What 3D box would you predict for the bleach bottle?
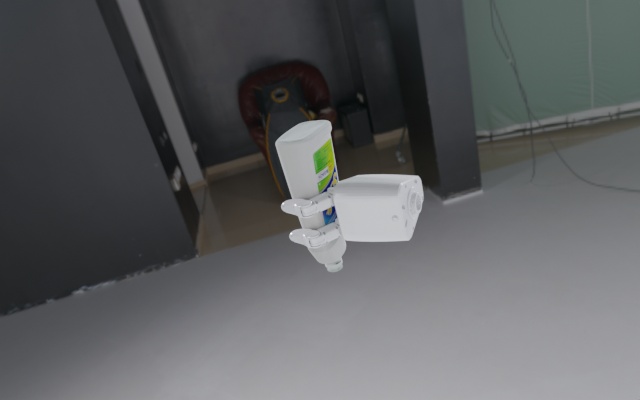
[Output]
[{"bbox_3d":[0.000,0.003,0.791,0.068,0.251,0.102,1,28,30],"label":"bleach bottle"}]
